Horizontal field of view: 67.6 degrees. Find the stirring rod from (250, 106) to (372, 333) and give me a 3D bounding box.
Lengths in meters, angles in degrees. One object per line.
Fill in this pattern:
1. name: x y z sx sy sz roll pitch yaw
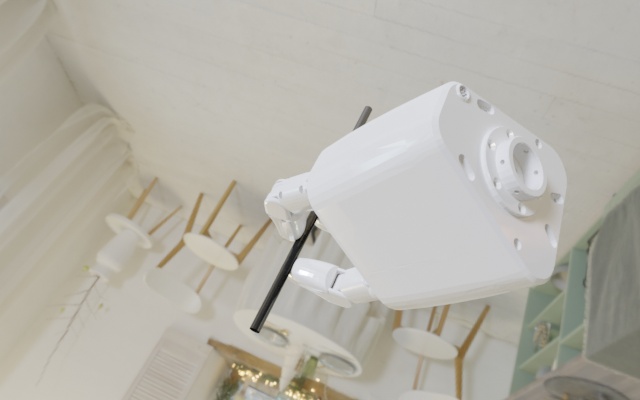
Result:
1. stirring rod: 0.000 0.001 0.400 0.011 0.239 0.011 19 -33 13
